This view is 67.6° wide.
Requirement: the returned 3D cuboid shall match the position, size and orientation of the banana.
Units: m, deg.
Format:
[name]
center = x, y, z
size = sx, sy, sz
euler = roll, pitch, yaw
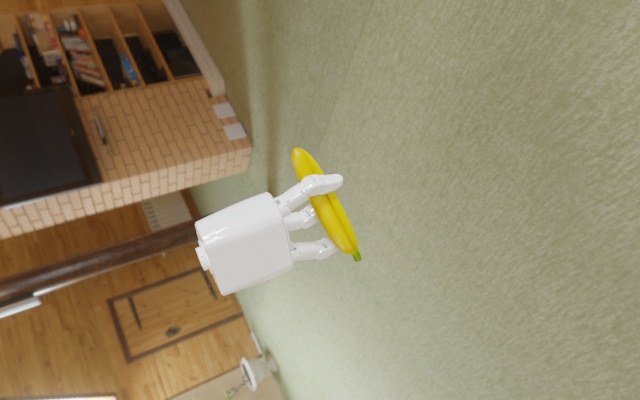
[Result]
[banana]
center = 0.003, 0.000, 0.688
size = 0.037, 0.197, 0.070
euler = -26, -12, -9
